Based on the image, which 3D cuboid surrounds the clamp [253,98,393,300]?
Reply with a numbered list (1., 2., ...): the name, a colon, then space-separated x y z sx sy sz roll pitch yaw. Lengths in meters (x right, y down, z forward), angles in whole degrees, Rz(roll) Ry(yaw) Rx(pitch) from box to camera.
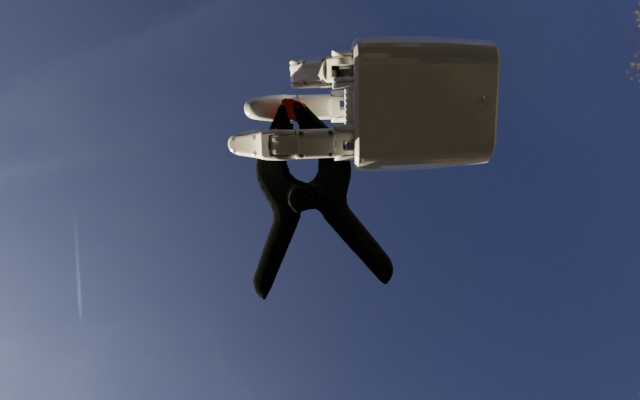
1. clamp: 0.000 0.001 0.401 0.120 0.171 0.039 -1 11 1
